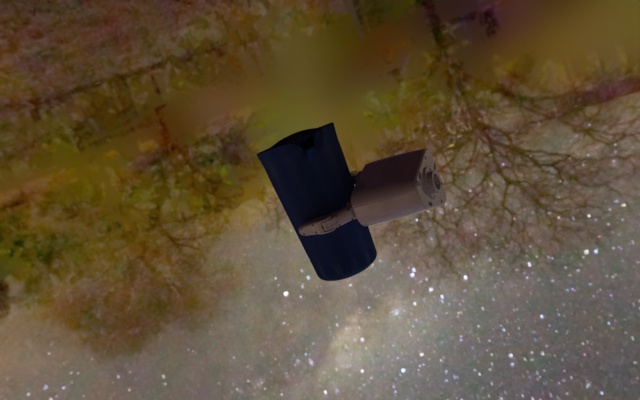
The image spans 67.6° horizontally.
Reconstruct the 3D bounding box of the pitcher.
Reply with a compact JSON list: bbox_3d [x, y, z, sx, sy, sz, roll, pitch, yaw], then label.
[{"bbox_3d":[0.000,0.003,0.794,0.145,0.243,0.149,-16,12,33],"label":"pitcher"}]
